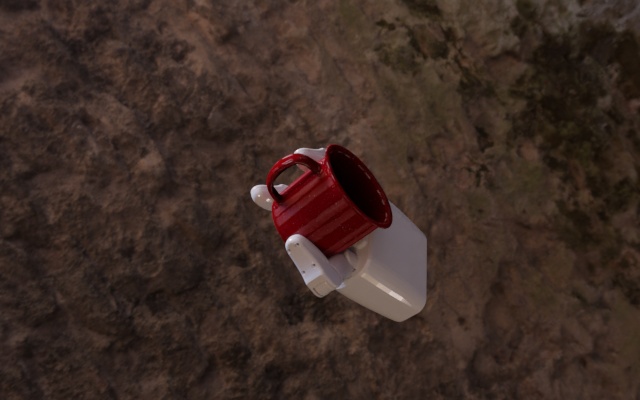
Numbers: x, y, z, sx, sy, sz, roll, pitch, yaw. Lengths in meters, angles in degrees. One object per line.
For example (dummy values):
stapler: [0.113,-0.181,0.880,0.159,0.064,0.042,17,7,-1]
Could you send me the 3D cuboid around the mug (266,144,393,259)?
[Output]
mug: [-0.001,0.001,0.448,0.081,0.093,0.117,-37,-54,25]
